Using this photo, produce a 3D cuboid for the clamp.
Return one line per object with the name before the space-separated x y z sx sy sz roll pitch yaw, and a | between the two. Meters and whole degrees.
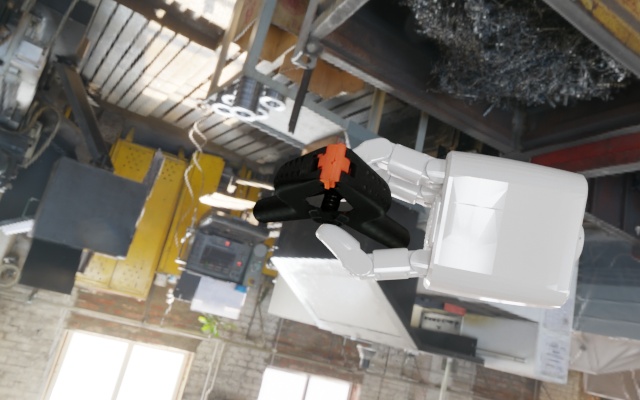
clamp | 0.000 0.002 0.415 0.164 0.036 0.210 9 -15 10
